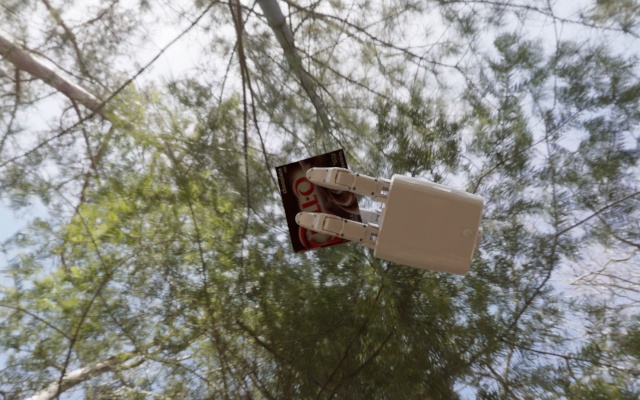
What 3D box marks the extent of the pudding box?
[{"bbox_3d":[0.000,0.002,0.595,0.090,0.113,0.039,-15,-12,6],"label":"pudding box"}]
